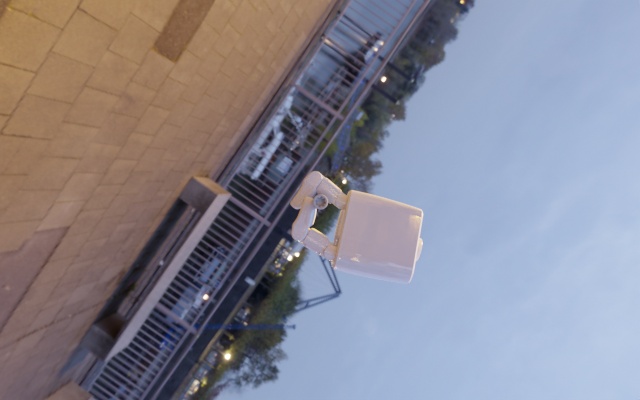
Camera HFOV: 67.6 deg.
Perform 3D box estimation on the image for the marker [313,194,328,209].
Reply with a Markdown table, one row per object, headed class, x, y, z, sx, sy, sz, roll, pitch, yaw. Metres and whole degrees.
| class | x | y | z | sx | sy | sz | roll | pitch | yaw |
| --- | --- | --- | --- | --- | --- | --- | --- | --- | --- |
| marker | 0.000 | 0.002 | 0.654 | 0.020 | 0.020 | 0.121 | 0 | -1 | 0 |
